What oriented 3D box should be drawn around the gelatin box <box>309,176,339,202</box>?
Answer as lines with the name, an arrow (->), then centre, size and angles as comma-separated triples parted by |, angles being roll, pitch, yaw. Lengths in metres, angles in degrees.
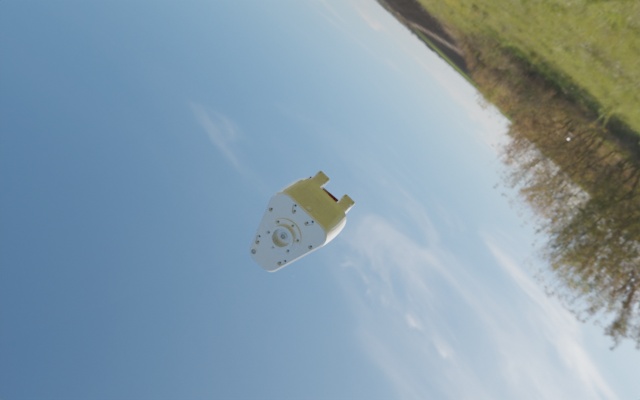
gelatin box -> 0.000, 0.003, 0.793 | 0.073, 0.030, 0.089 | 40, 15, -9
